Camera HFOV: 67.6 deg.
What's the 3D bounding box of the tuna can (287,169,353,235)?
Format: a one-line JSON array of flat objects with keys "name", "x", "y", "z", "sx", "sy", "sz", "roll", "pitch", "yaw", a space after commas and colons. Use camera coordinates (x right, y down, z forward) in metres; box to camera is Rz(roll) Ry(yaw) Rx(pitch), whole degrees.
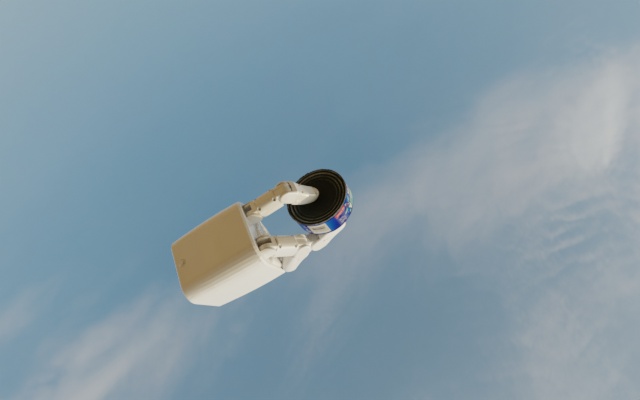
[{"name": "tuna can", "x": 0.000, "y": 0.002, "z": 0.643, "sx": 0.086, "sy": 0.086, "sz": 0.034, "roll": 0, "pitch": -29, "yaw": 27}]
